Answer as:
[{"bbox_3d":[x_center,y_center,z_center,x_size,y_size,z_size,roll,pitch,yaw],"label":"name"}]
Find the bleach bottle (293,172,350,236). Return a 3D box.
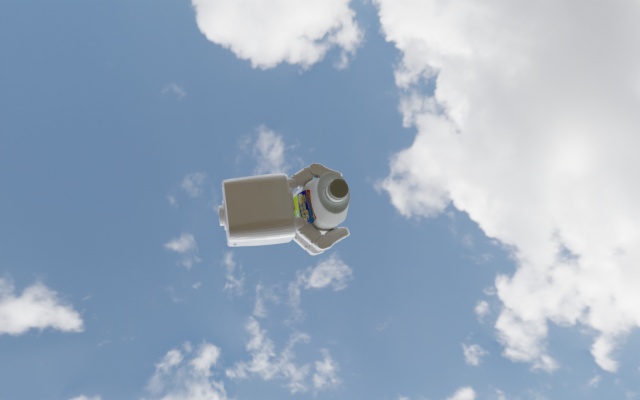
[{"bbox_3d":[0.000,0.003,0.791,0.068,0.102,0.251,-5,-12,-13],"label":"bleach bottle"}]
